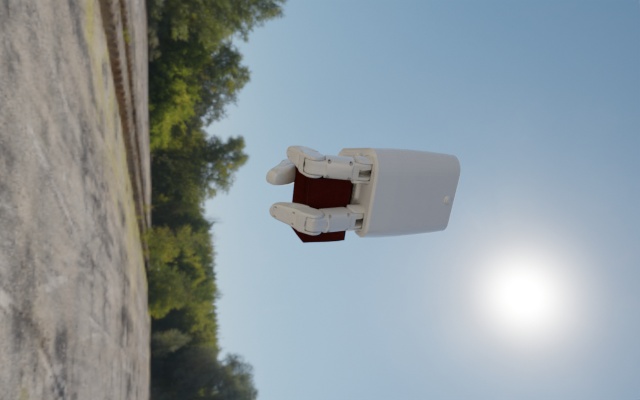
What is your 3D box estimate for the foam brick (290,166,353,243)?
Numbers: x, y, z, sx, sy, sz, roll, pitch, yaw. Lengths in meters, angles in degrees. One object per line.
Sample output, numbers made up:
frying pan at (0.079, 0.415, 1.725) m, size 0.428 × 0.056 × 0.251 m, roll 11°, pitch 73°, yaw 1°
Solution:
foam brick at (0.000, 0.002, 0.531) m, size 0.051 × 0.078 × 0.053 m, roll -1°, pitch 23°, yaw -21°
